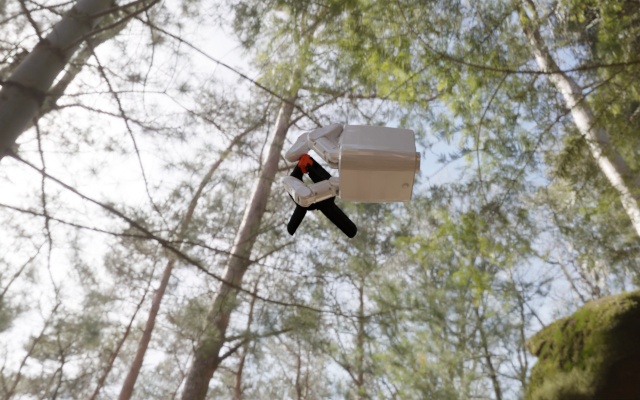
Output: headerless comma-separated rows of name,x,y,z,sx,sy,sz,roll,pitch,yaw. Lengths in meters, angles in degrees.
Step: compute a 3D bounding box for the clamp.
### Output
clamp,0.000,0.002,0.759,0.120,0.039,0.172,3,-43,5
